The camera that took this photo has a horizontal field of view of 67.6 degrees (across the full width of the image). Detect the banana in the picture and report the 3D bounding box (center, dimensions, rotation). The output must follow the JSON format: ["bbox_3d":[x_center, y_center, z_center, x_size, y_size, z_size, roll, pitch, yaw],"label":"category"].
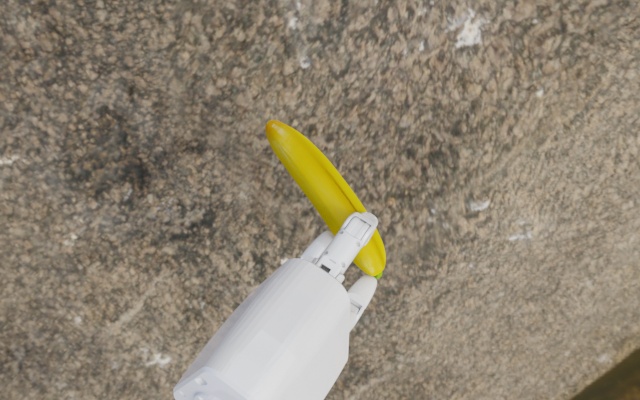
[{"bbox_3d":[0.009,0.002,0.460,0.037,0.198,0.069,-36,6,-21],"label":"banana"}]
